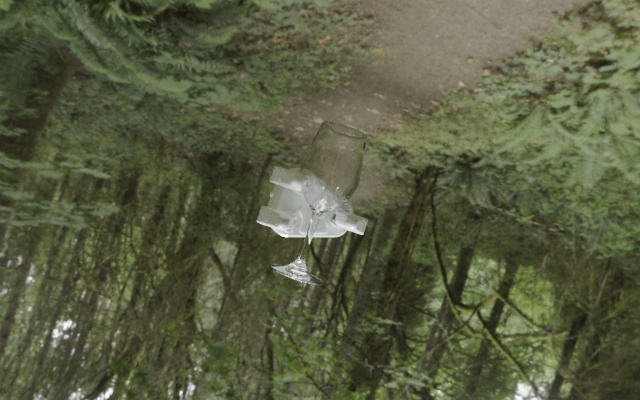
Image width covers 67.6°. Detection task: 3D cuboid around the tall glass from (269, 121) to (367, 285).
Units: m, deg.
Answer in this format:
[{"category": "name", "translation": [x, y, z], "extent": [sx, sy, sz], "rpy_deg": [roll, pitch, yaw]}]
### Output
[{"category": "tall glass", "translation": [0.000, 0.003, 0.620], "extent": [0.079, 0.201, 0.079], "rpy_deg": [19, 0, 0]}]
